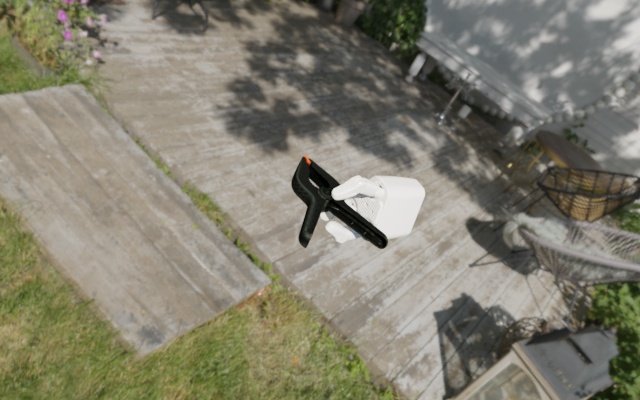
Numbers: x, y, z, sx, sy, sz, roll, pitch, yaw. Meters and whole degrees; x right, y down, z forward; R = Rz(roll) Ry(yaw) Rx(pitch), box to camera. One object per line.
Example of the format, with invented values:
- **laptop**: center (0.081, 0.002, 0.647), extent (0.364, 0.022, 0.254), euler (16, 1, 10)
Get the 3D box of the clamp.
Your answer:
- **clamp**: center (0.000, 0.002, 0.780), extent (0.164, 0.036, 0.210), euler (0, 44, -40)
